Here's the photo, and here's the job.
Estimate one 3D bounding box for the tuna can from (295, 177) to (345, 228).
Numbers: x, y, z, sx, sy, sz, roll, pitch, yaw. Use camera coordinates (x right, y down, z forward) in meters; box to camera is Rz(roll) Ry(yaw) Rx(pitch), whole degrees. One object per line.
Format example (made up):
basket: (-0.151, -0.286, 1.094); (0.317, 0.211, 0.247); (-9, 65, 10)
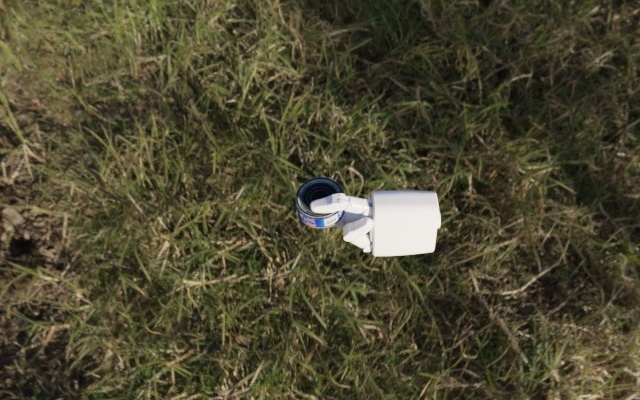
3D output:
tuna can: (0.000, 0.002, 0.813); (0.086, 0.086, 0.034); (0, -33, 7)
